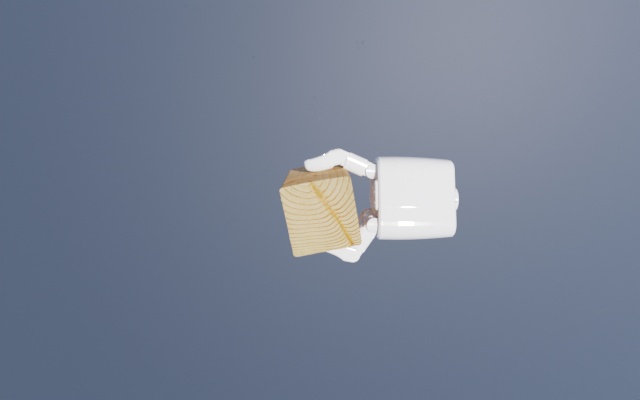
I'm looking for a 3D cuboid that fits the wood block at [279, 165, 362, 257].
[{"bbox_3d":[0.000,0.002,0.685,0.090,0.091,0.206,-10,10,1],"label":"wood block"}]
